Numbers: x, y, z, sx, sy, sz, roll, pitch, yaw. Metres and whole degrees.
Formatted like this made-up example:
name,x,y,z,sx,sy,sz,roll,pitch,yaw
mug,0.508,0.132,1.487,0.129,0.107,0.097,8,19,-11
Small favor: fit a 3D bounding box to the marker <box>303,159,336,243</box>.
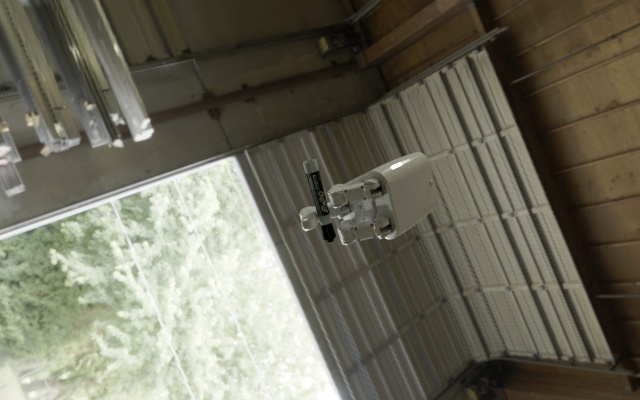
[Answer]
name,x,y,z,sx,sy,sz,roll,pitch,yaw
marker,0.000,0.002,0.671,0.020,0.121,0.020,-14,15,4
